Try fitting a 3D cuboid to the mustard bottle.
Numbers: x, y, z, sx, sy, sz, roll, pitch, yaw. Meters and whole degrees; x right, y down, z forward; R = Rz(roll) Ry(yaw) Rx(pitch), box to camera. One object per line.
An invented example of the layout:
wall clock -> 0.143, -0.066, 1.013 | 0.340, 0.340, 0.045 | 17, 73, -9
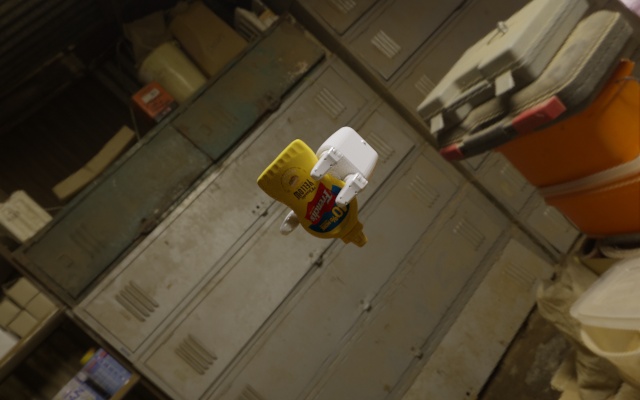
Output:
mustard bottle -> 0.000, 0.002, 0.745 | 0.191, 0.096, 0.058 | 44, 8, -5
